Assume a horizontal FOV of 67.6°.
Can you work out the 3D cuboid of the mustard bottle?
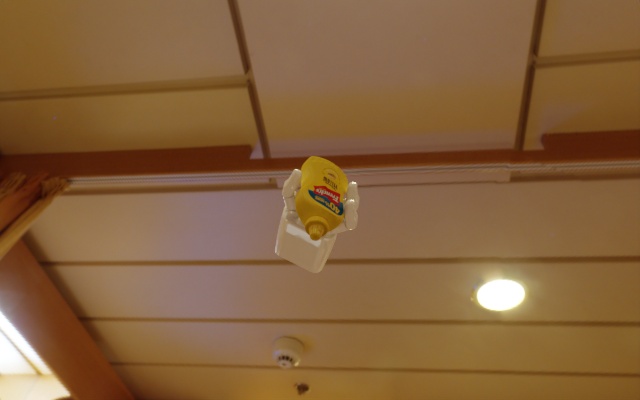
[{"bbox_3d":[0.000,0.002,0.876,0.096,0.191,0.058,34,-54,-19],"label":"mustard bottle"}]
